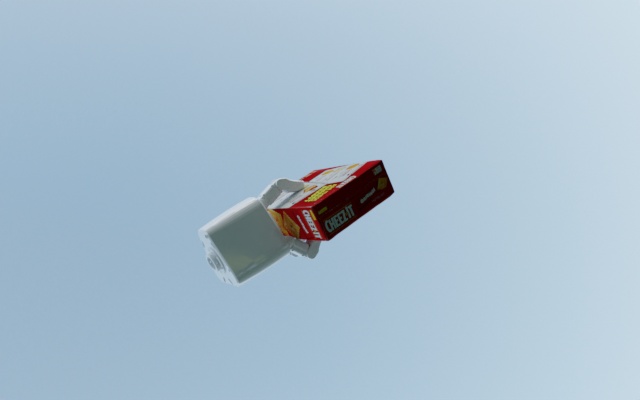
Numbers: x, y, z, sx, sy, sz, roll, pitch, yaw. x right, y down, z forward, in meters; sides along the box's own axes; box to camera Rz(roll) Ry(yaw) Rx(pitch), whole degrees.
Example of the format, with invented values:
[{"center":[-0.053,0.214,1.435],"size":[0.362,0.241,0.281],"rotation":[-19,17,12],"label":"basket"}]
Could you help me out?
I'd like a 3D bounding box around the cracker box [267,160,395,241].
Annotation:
[{"center":[0.000,0.003,0.848],"size":[0.164,0.072,0.213],"rotation":[-34,17,-29],"label":"cracker box"}]
